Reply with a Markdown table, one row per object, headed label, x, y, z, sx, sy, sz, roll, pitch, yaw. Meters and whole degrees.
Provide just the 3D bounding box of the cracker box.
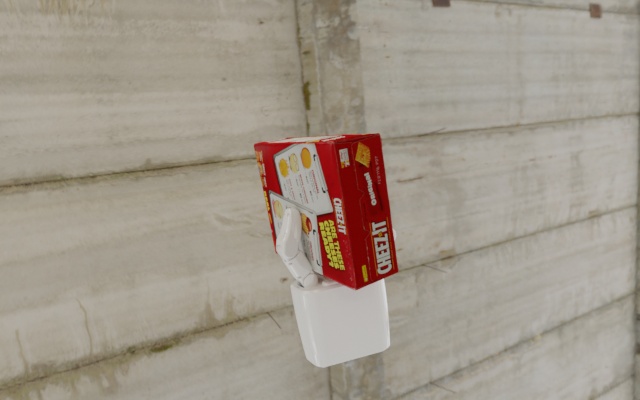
| label | x | y | z | sx | sy | sz | roll | pitch | yaw |
| --- | --- | --- | --- | --- | --- | --- | --- | --- | --- |
| cracker box | 0.000 | 0.002 | 0.600 | 0.072 | 0.164 | 0.213 | -16 | 13 | -28 |
